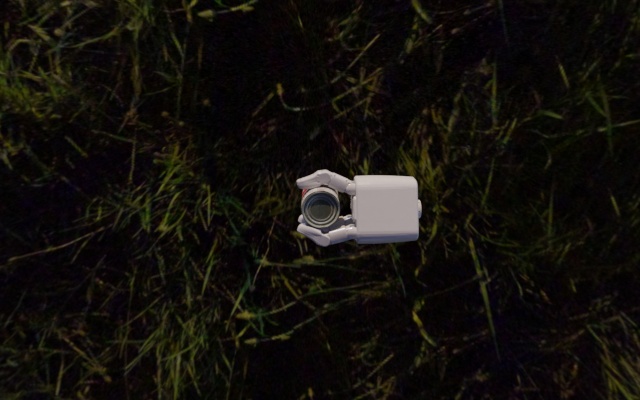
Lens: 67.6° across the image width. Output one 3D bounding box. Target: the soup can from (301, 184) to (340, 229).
[{"bbox_3d":[0.000,0.003,0.846,0.068,0.068,0.102,0,16,-1],"label":"soup can"}]
